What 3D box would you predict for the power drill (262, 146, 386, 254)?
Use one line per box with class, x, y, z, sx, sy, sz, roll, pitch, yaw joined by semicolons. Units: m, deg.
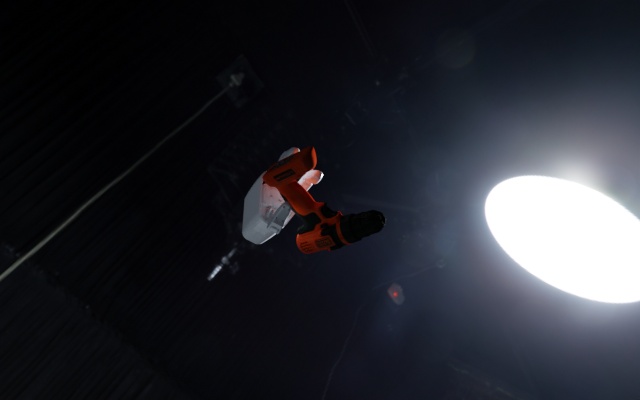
power drill;0.000;0.002;0.832;0.184;0.188;0.057;-21;20;33
